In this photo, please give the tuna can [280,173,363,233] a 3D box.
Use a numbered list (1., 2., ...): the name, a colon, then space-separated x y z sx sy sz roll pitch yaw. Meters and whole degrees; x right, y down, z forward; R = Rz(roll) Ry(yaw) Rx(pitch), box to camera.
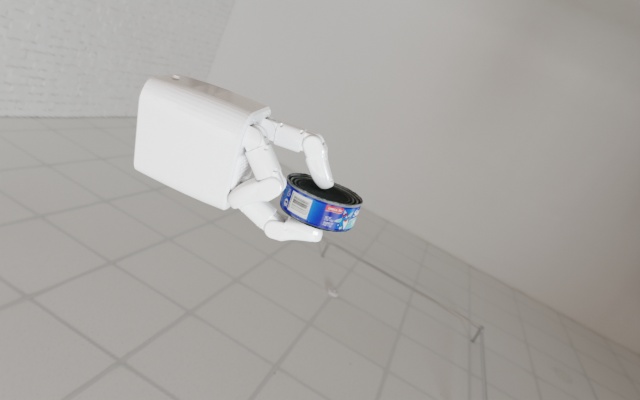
1. tuna can: 0.000 0.002 0.517 0.086 0.034 0.086 18 16 -5
